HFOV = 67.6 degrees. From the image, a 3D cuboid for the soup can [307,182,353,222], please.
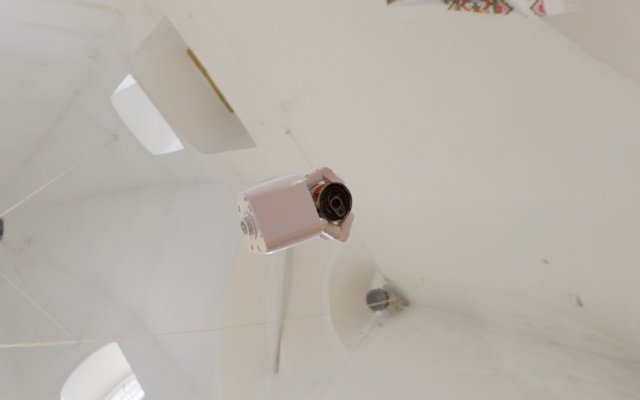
[{"bbox_3d":[0.000,0.002,0.848,0.068,0.068,0.102,0,0,-32],"label":"soup can"}]
